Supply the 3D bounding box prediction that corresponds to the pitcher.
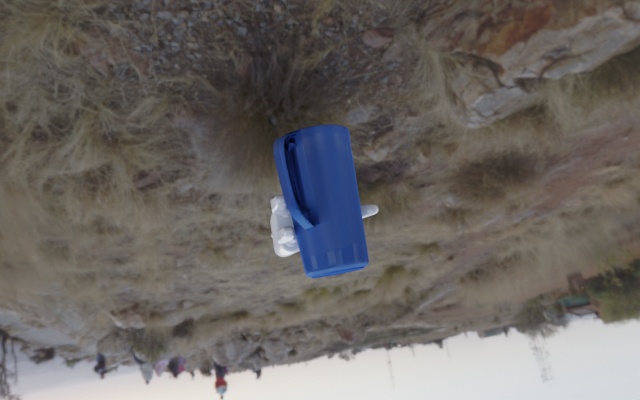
[{"bbox_3d":[0.000,0.003,0.801,0.149,0.242,0.145,-8,-12,-15],"label":"pitcher"}]
